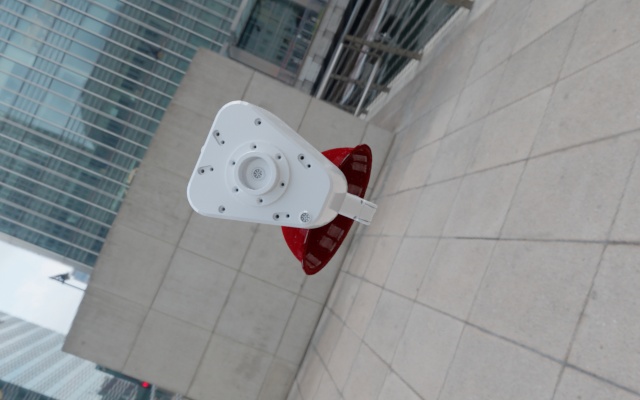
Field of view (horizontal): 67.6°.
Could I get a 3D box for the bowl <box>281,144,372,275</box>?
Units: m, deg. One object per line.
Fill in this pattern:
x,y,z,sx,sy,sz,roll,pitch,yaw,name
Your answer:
0.000,0.002,0.551,0.055,0.162,0.162,24,8,19,bowl
